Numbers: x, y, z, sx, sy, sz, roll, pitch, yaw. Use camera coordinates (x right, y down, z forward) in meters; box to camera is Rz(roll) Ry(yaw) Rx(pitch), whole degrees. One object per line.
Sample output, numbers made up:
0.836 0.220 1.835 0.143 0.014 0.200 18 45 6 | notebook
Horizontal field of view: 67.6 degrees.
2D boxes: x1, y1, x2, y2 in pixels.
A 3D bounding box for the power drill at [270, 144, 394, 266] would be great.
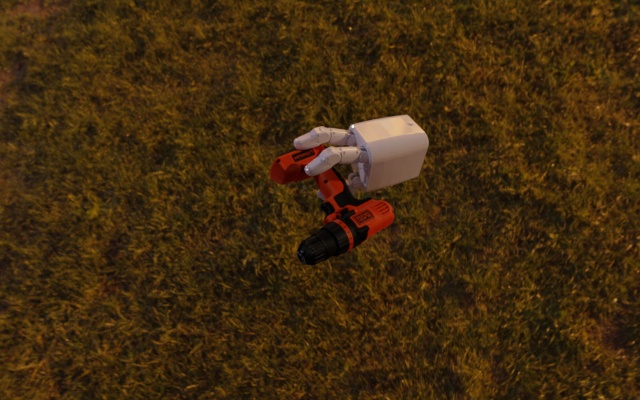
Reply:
0.000 0.002 0.763 0.184 0.187 0.057 -24 -26 -34 | power drill
